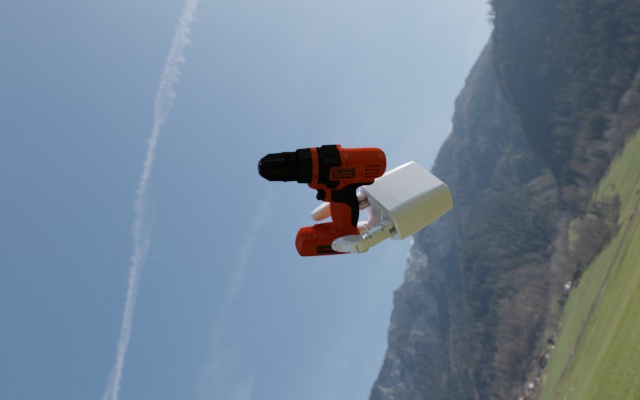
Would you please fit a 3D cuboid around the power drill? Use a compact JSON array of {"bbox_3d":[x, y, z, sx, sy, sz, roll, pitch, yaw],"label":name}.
[{"bbox_3d":[0.000,0.003,0.723,0.184,0.188,0.057,-2,41,-7],"label":"power drill"}]
